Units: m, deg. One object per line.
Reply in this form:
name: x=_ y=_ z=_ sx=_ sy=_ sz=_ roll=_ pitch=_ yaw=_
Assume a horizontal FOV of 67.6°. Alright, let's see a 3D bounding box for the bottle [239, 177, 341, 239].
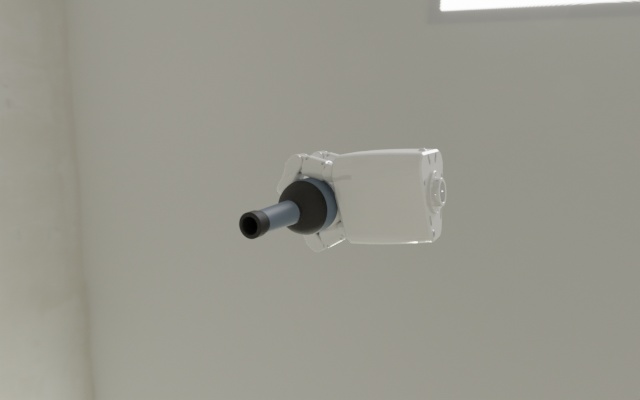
bottle: x=0.000 y=0.002 z=0.599 sx=0.069 sy=0.069 sz=0.295 roll=0 pitch=9 yaw=29
